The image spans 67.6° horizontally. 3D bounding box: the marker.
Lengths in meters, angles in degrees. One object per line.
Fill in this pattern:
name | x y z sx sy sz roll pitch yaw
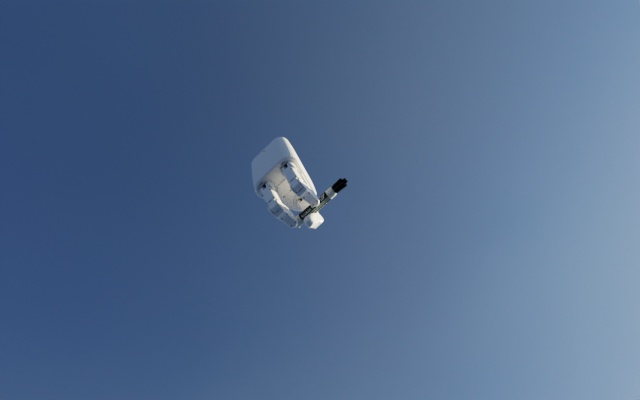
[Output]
marker | 0.000 0.003 0.845 0.121 0.020 0.020 -41 -10 11
